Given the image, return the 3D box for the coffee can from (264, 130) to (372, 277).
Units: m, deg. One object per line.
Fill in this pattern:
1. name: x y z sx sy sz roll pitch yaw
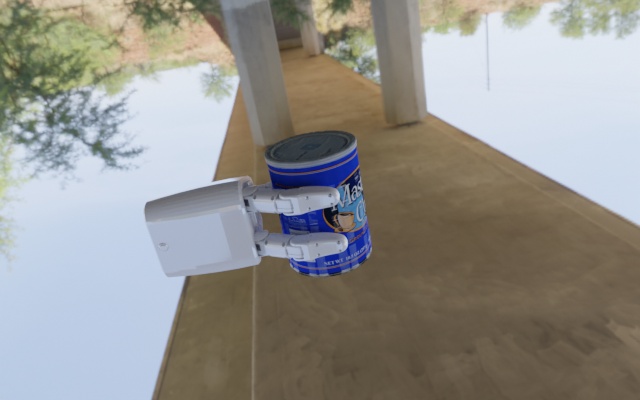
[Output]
1. coffee can: 0.000 0.002 0.552 0.103 0.140 0.102 -9 24 4
